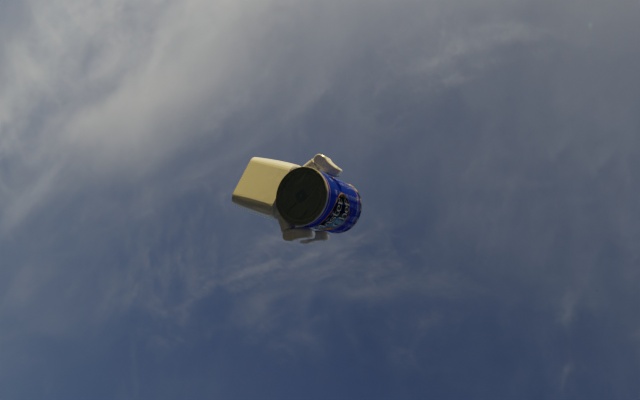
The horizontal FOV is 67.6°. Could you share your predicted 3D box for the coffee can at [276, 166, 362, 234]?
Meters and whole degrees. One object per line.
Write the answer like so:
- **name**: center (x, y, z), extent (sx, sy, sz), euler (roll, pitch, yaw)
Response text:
- **coffee can**: center (0.000, 0.003, 0.870), extent (0.103, 0.103, 0.140), euler (0, -9, 30)
